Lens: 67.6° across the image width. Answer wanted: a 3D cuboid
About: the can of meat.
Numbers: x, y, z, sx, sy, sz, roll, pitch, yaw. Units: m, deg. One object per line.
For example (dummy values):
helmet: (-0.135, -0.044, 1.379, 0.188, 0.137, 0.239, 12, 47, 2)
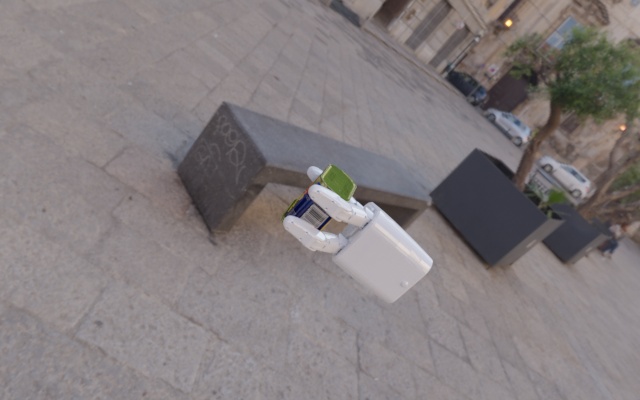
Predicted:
can of meat: (0.000, 0.002, 0.666, 0.057, 0.084, 0.102, 42, 22, -4)
